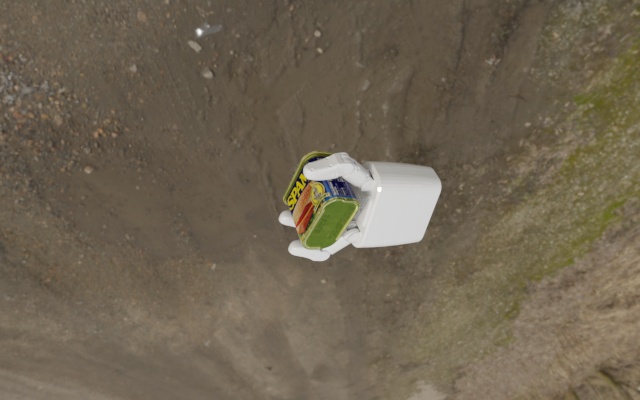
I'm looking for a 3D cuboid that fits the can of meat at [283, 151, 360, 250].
[{"bbox_3d":[0.000,0.002,0.617,0.057,0.084,0.102,3,-44,-30],"label":"can of meat"}]
